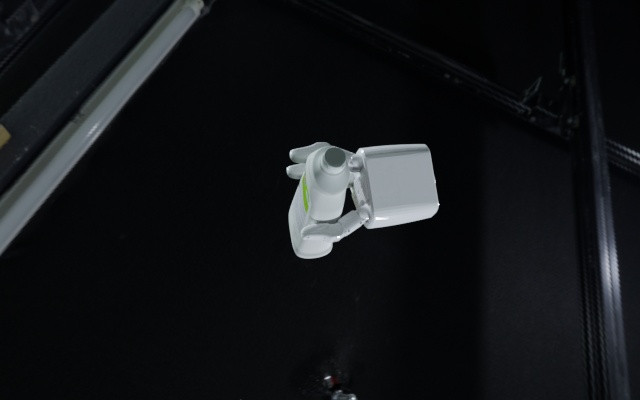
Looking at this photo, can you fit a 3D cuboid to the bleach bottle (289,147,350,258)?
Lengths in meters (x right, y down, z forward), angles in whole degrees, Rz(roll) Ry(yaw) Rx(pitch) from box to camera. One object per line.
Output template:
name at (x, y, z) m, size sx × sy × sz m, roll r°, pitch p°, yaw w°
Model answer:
bleach bottle at (0.000, 0.002, 0.699) m, size 0.068 × 0.102 × 0.251 m, roll -7°, pitch -21°, yaw -13°
